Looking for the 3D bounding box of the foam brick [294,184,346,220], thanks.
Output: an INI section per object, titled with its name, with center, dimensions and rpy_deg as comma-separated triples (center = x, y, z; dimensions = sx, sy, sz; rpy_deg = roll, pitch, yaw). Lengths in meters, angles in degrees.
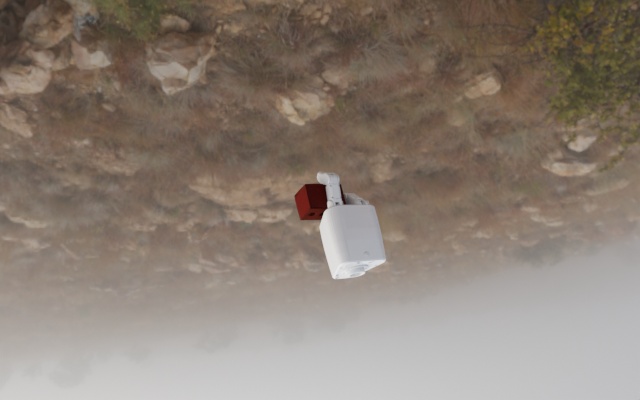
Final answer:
[foam brick]
center = 0.000, 0.003, 0.884
dimensions = 0.078, 0.051, 0.053
rpy_deg = 0, -25, -26
